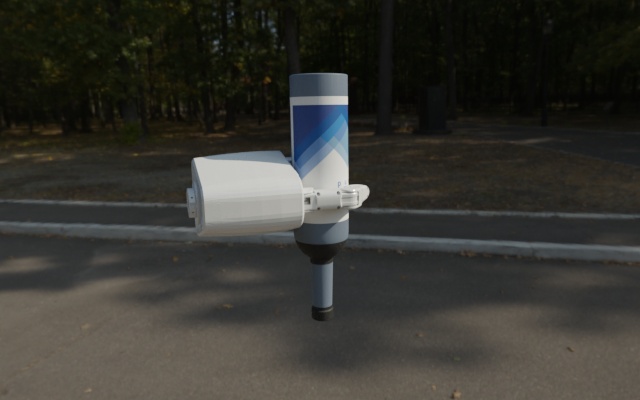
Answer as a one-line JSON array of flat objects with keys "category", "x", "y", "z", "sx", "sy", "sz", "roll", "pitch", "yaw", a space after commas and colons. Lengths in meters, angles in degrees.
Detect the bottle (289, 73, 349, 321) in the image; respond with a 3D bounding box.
[{"category": "bottle", "x": 0.000, "y": 0.002, "z": 0.572, "sx": 0.069, "sy": 0.296, "sz": 0.069, "roll": -1, "pitch": 11, "yaw": 0}]
